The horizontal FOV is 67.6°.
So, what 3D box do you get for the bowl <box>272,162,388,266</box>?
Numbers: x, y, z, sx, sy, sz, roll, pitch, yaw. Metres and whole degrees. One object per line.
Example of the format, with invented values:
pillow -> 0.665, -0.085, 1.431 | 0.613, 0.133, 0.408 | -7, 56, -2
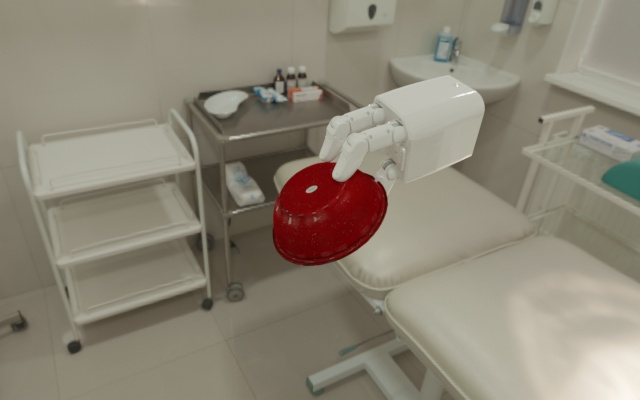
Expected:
bowl -> -0.001, 0.003, 0.602 | 0.162, 0.162, 0.055 | 0, -42, 32
